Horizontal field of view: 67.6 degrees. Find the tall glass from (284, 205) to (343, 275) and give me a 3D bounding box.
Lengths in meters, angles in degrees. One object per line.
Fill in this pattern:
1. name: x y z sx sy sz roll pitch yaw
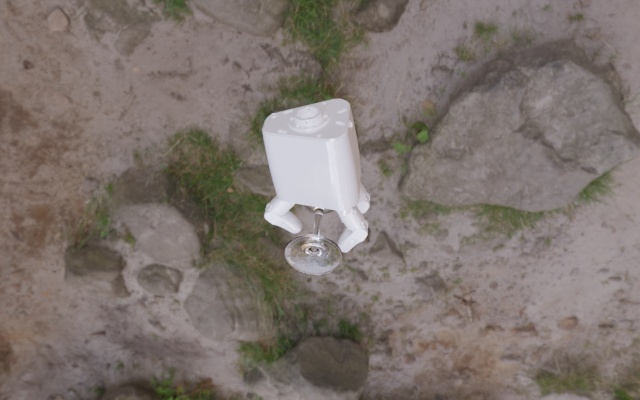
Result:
1. tall glass: 0.000 0.003 0.671 0.079 0.079 0.200 0 42 7
